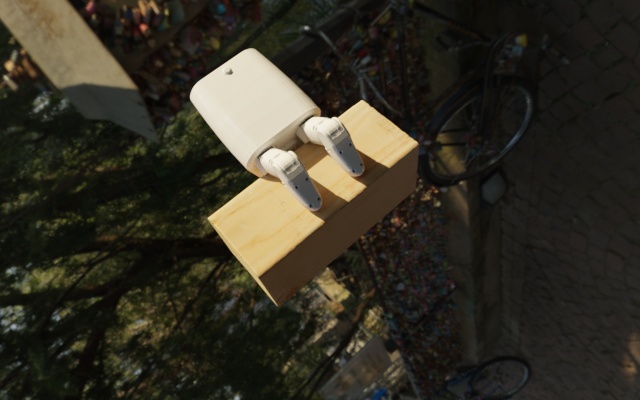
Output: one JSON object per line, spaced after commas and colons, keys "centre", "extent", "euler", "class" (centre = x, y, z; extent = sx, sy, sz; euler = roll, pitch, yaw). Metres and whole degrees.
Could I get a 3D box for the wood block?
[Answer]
{"centre": [0.000, 0.002, 0.509], "extent": [0.206, 0.090, 0.091], "euler": [-39, -27, -14], "class": "wood block"}
